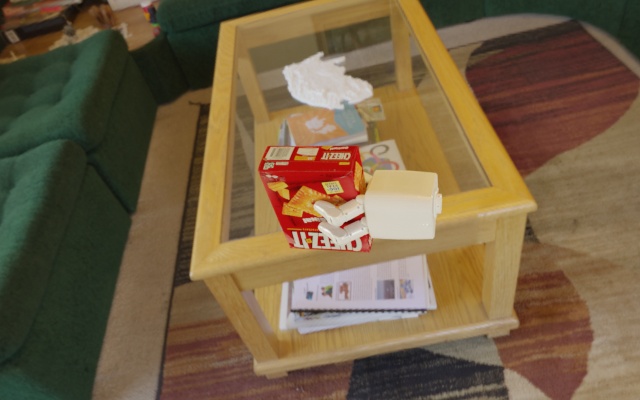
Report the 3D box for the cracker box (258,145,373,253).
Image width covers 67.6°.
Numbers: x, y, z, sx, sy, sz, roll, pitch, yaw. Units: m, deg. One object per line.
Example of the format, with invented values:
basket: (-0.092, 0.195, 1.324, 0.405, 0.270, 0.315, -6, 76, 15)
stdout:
cracker box: (0.000, 0.003, 0.845, 0.164, 0.072, 0.214, 2, -42, 18)
